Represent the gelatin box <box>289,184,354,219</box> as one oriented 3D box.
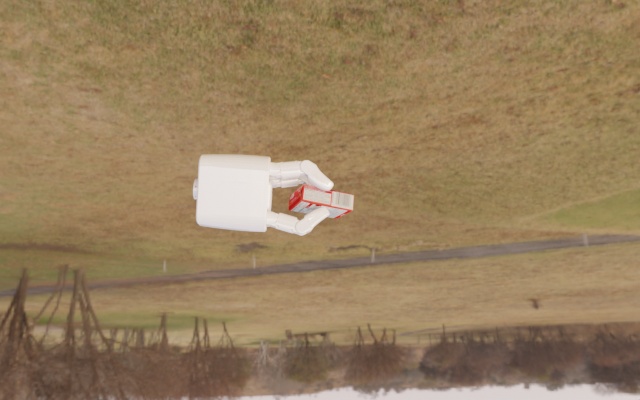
[{"bbox_3d":[0.000,0.003,0.770,0.089,0.030,0.073,11,-16,-16],"label":"gelatin box"}]
